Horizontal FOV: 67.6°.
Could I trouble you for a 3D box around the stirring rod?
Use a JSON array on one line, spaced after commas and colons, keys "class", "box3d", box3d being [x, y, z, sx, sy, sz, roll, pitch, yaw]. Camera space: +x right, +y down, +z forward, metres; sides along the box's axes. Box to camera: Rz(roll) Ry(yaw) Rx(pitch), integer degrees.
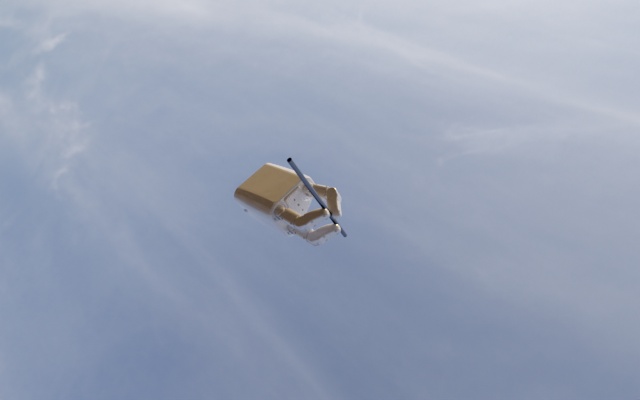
[{"class": "stirring rod", "box3d": [0.000, 0.002, 0.783, 0.011, 0.011, 0.240, 0, -31, 26]}]
